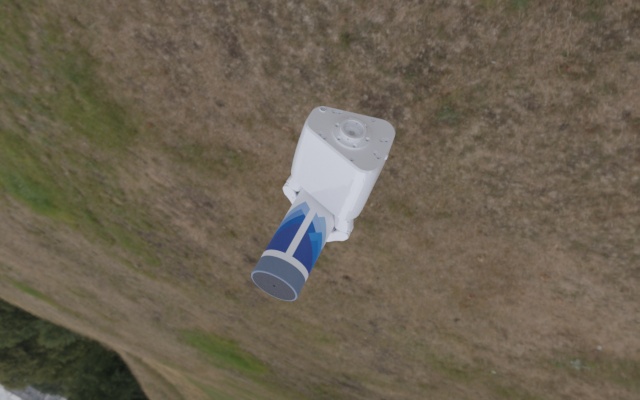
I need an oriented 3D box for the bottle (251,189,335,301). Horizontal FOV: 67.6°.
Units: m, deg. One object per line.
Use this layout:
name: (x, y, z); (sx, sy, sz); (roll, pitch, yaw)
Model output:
bottle: (0.000, 0.002, 0.689); (0.069, 0.295, 0.069); (20, -34, 14)
